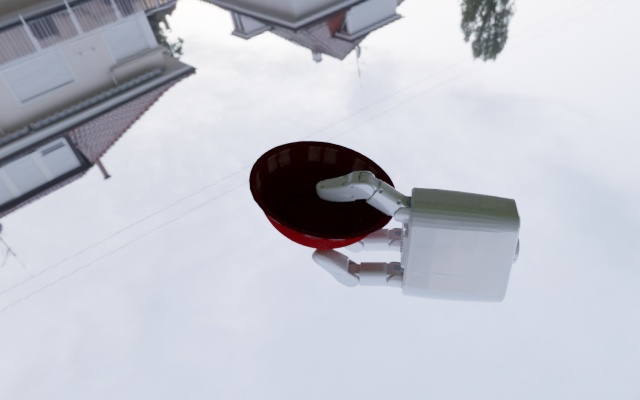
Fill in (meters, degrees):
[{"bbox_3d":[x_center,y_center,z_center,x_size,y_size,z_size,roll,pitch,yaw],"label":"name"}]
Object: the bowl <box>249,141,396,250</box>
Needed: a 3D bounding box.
[{"bbox_3d":[-0.001,0.002,0.528,0.162,0.055,0.162,8,41,-7],"label":"bowl"}]
